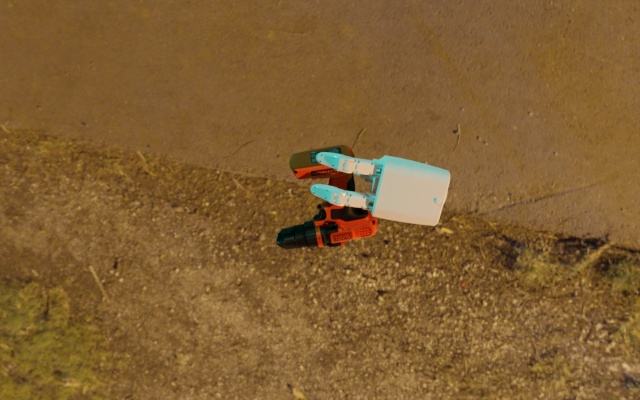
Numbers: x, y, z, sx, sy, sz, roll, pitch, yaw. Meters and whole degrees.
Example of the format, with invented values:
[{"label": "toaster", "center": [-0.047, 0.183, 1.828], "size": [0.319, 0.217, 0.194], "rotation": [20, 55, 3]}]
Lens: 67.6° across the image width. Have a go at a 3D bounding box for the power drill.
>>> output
[{"label": "power drill", "center": [0.000, 0.002, 0.823], "size": [0.184, 0.188, 0.057], "rotation": [-11, 38, 0]}]
